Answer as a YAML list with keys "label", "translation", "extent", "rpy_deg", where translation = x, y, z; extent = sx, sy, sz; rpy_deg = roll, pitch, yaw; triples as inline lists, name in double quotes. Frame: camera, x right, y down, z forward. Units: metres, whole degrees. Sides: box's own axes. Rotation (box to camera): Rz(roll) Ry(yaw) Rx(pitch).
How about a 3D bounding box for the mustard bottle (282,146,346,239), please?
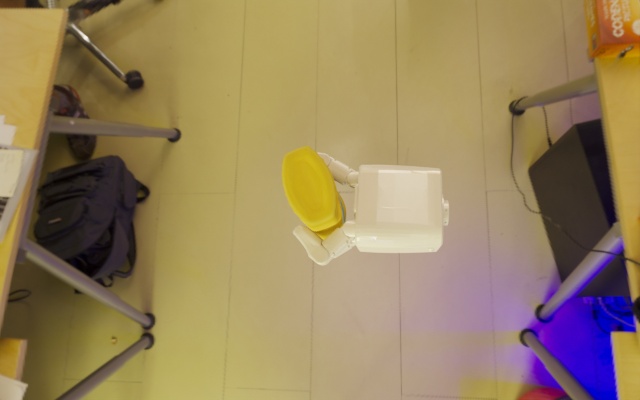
- label: "mustard bottle"
  translation: [0.000, 0.002, 0.628]
  extent: [0.058, 0.096, 0.192]
  rpy_deg: [-23, -14, 3]
